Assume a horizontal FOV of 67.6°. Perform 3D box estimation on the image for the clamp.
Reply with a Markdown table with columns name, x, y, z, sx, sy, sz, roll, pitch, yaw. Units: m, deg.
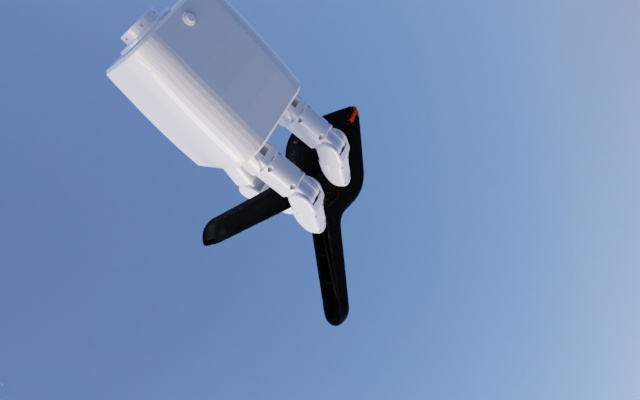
| name | x | y | z | sx | sy | sz | roll | pitch | yaw |
| --- | --- | --- | --- | --- | --- | --- | --- | --- | --- |
| clamp | 0.000 | 0.001 | 0.453 | 0.036 | 0.210 | 0.165 | -10 | -47 | 45 |
